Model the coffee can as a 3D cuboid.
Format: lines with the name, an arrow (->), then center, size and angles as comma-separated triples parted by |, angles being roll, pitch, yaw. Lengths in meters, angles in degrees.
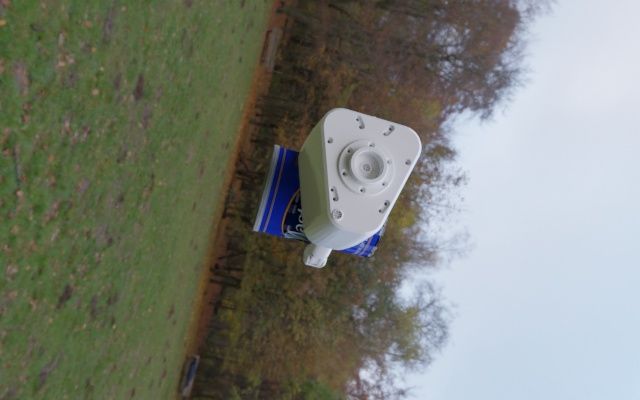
coffee can -> 0.000, 0.002, 0.563 | 0.140, 0.103, 0.103 | 14, -2, -8
